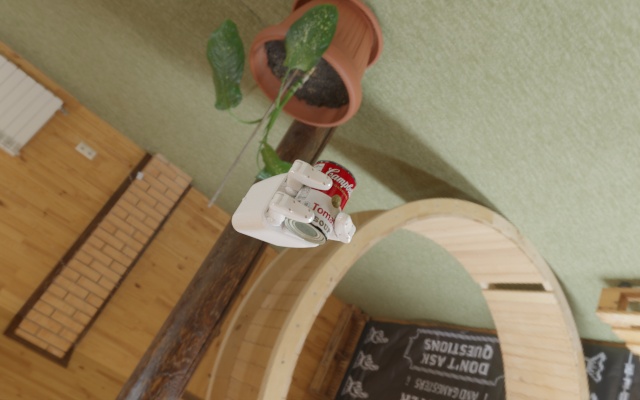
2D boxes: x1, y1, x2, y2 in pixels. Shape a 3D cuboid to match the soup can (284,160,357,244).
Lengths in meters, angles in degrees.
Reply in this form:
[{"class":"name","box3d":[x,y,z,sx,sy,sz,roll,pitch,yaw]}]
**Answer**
[{"class":"soup can","box3d":[0.000,0.002,0.678,0.068,0.102,0.068,24,-25,12]}]
